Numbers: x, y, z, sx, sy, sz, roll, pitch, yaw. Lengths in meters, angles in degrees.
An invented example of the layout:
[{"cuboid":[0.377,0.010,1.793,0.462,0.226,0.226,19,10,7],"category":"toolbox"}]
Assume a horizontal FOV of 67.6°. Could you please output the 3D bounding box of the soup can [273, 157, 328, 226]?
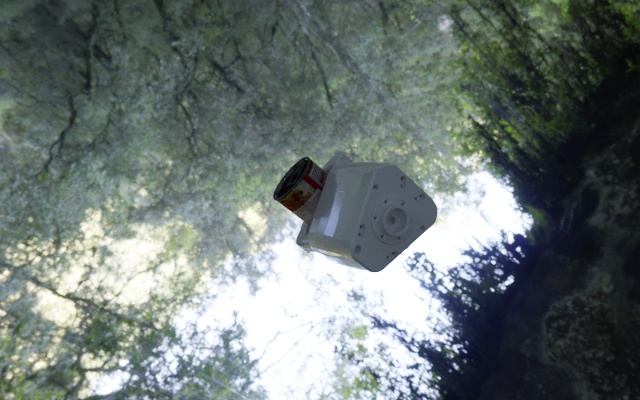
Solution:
[{"cuboid":[0.000,0.002,0.609,0.102,0.068,0.068,39,-15,-19],"category":"soup can"}]
